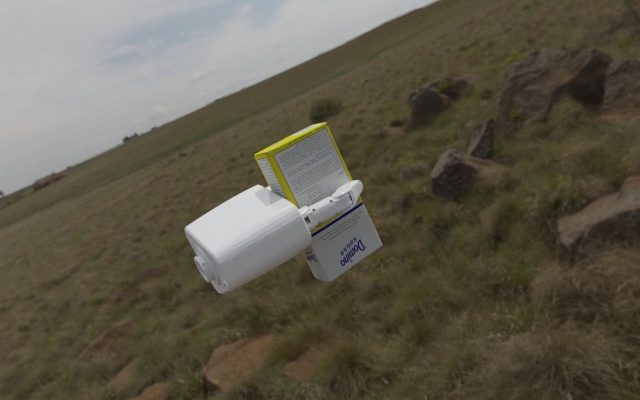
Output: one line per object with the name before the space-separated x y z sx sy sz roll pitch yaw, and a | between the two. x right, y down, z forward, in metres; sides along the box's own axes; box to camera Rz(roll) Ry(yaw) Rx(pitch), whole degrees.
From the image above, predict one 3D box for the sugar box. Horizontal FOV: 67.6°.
sugar box | 0.000 0.002 0.592 0.093 0.176 0.048 -30 16 -25
